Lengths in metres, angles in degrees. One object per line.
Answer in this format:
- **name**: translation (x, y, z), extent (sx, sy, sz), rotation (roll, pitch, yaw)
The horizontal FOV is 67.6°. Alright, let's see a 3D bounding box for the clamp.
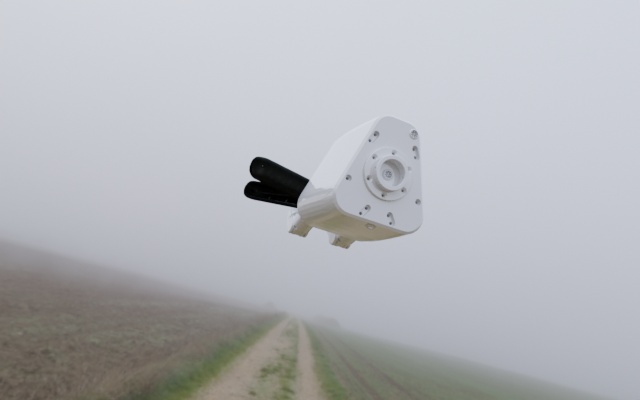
- **clamp**: translation (0.001, 0.001, 0.596), extent (0.210, 0.036, 0.164), rotation (19, -10, -15)
